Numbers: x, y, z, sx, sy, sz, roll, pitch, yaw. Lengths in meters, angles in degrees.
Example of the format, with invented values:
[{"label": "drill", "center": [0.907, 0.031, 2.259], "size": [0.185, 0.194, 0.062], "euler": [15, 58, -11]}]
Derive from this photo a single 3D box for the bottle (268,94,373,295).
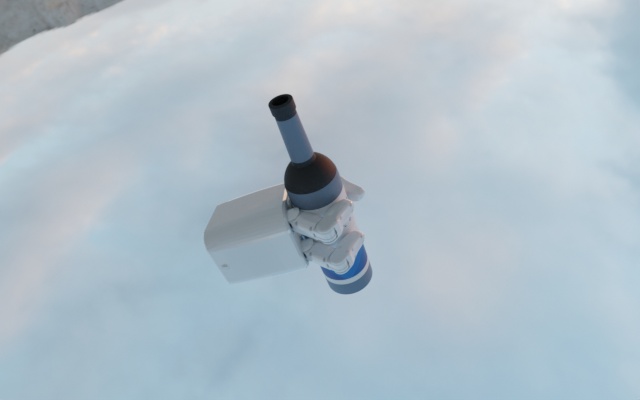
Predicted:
[{"label": "bottle", "center": [0.000, 0.002, 0.590], "size": [0.069, 0.296, 0.069], "euler": [-13, 40, 11]}]
